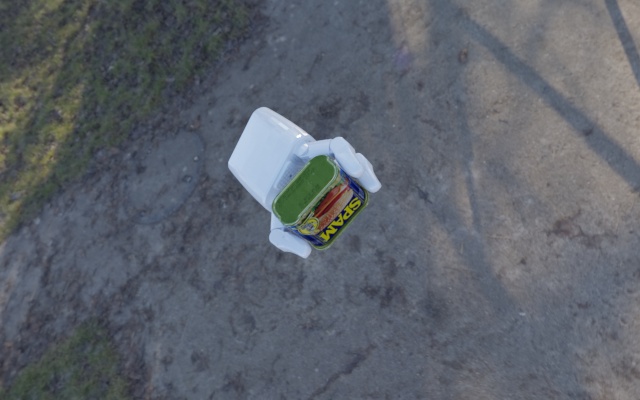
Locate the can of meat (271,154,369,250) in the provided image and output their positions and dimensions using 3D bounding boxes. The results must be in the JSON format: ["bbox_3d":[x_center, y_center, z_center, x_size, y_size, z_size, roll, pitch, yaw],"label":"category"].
[{"bbox_3d":[0.000,0.002,0.597,0.057,0.102,0.084,44,3,38],"label":"can of meat"}]
